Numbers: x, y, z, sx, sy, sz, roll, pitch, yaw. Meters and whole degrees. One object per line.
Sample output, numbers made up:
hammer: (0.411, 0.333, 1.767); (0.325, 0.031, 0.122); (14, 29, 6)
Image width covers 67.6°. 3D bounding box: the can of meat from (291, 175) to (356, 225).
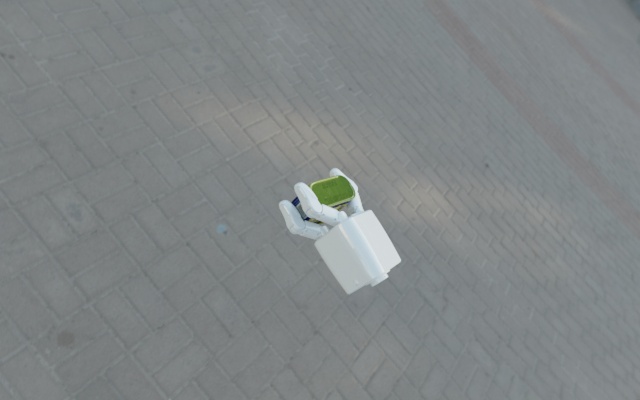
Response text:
can of meat: (0.000, 0.002, 0.833); (0.102, 0.057, 0.084); (-18, -16, -42)
